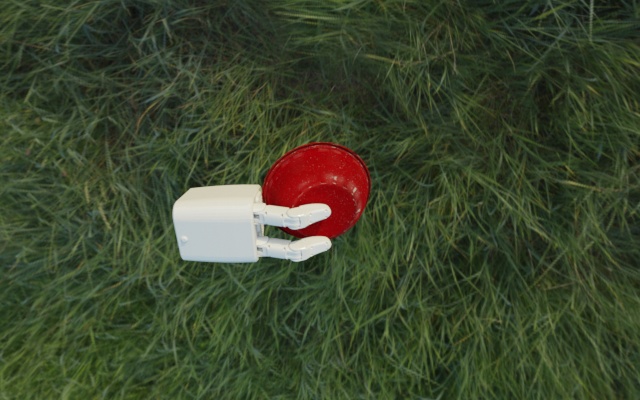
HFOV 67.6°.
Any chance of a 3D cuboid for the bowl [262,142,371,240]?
[{"bbox_3d":[0.001,0.002,0.673,0.162,0.162,0.055,0,31,-13],"label":"bowl"}]
